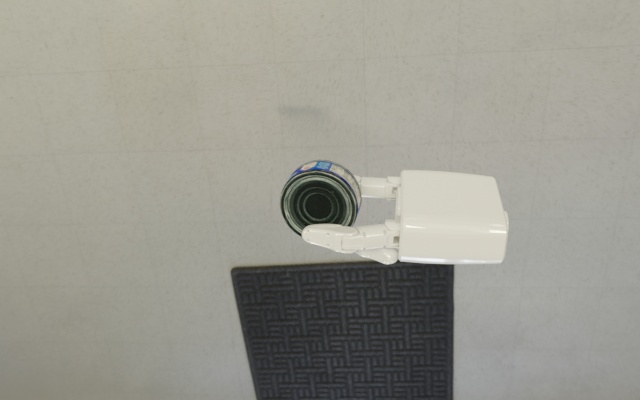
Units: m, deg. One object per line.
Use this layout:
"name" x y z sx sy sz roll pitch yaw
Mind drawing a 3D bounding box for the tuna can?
"tuna can" 0.000 0.002 0.516 0.086 0.086 0.033 0 23 12
